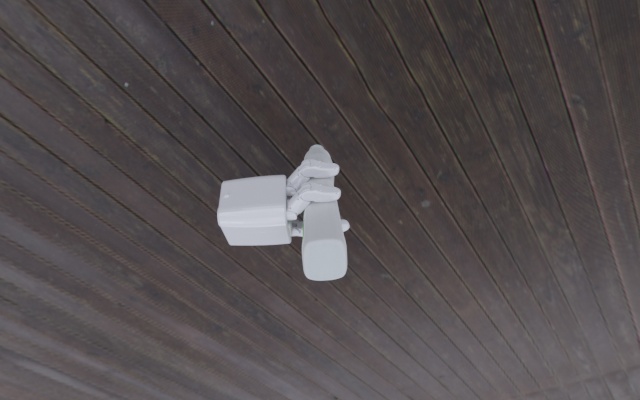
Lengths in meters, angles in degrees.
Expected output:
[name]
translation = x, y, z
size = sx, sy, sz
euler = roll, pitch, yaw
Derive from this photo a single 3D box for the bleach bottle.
[bleach bottle]
translation = 0.000, 0.003, 0.797
size = 0.068, 0.103, 0.250
euler = -3, 45, -1
